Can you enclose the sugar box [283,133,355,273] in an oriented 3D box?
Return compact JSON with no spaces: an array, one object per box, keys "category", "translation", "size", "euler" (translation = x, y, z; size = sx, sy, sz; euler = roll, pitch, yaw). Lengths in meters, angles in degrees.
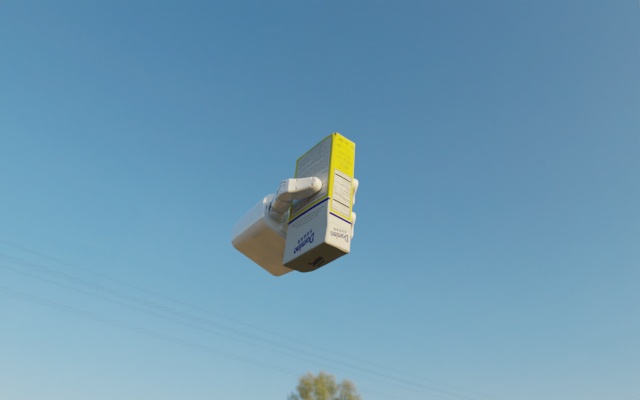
[{"category":"sugar box","translation":[0.000,0.002,0.644],"size":[0.048,0.176,0.093],"euler":[25,-38,-30]}]
